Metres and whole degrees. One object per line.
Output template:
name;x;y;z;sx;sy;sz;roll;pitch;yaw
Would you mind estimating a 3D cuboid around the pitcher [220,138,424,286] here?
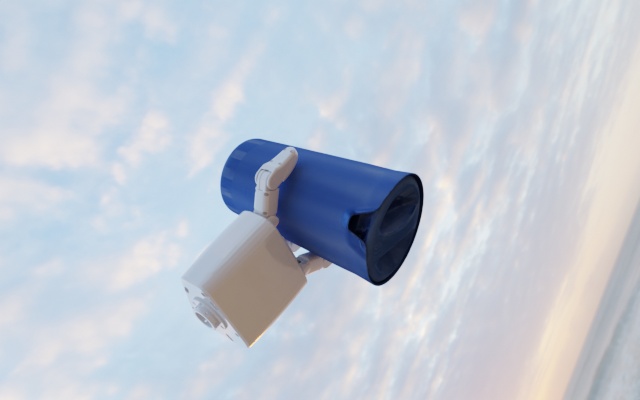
pitcher;0.000;0.002;0.602;0.243;0.149;0.145;20;52;31
